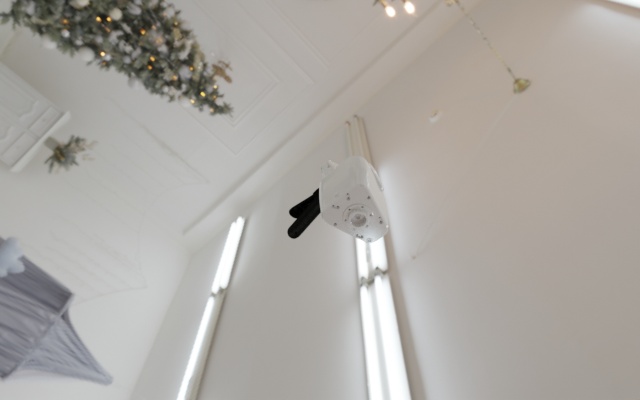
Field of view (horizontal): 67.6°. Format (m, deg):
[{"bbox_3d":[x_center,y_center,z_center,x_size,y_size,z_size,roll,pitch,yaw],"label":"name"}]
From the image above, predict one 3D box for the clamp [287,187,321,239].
[{"bbox_3d":[0.001,0.003,0.889,0.171,0.039,0.120,-40,22,20],"label":"clamp"}]
